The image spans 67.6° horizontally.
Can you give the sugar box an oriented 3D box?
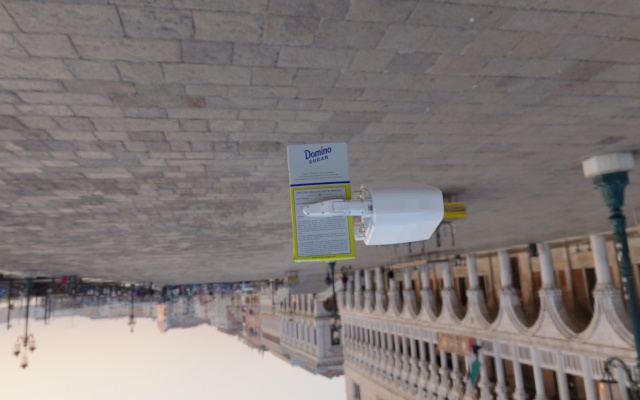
[{"bbox_3d":[0.000,0.003,0.724,0.093,0.176,0.048,-3,-10,-3],"label":"sugar box"}]
